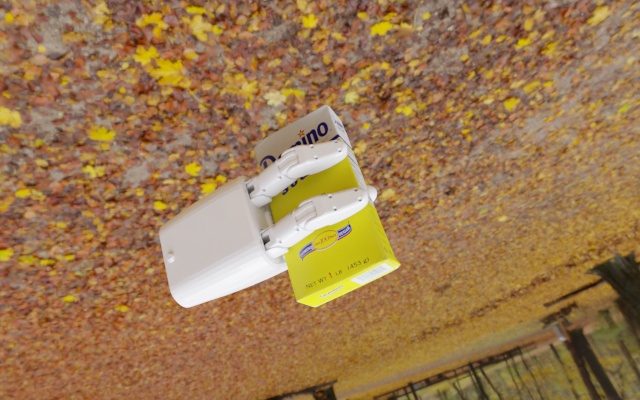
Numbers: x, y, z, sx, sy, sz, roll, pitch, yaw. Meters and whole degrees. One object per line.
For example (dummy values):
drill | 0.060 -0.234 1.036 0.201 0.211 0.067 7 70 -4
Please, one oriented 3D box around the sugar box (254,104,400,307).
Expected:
sugar box | 0.000 0.001 0.461 0.093 0.176 0.048 -28 -26 15
